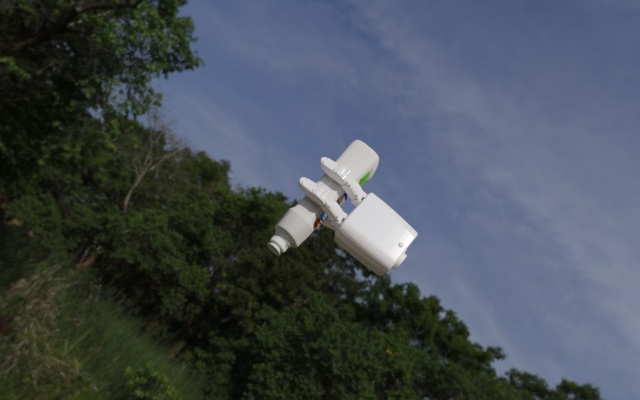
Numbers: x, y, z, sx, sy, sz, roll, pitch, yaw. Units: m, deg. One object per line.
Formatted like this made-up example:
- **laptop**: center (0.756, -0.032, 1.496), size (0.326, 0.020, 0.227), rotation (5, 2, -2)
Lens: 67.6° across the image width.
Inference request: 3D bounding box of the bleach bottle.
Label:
- **bleach bottle**: center (0.000, 0.003, 0.838), size (0.068, 0.250, 0.103), rotation (40, -26, 8)
